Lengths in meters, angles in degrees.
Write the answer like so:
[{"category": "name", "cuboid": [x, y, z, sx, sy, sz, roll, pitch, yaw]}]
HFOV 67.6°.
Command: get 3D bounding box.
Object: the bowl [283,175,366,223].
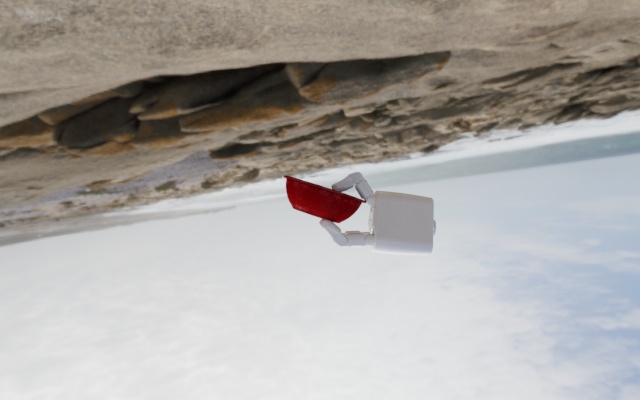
[{"category": "bowl", "cuboid": [-0.001, 0.003, 0.885, 0.162, 0.055, 0.162, 18, 0, 0]}]
